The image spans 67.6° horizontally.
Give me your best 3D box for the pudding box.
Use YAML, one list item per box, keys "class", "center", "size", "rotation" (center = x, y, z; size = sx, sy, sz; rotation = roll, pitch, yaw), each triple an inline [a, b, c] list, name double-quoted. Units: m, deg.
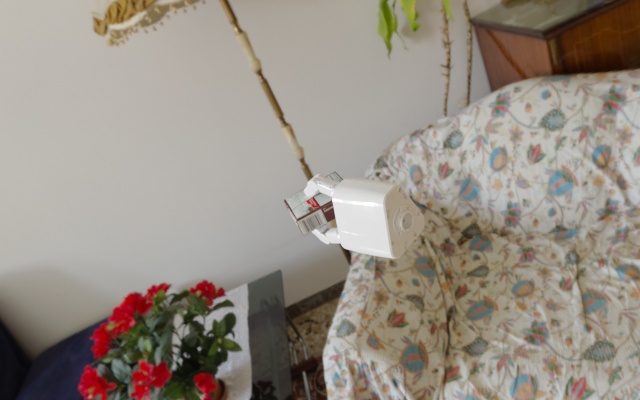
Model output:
- class: "pudding box"
  center: [0.000, 0.003, 0.841]
  size: [0.113, 0.039, 0.090]
  rotation: [-27, 29, -6]
